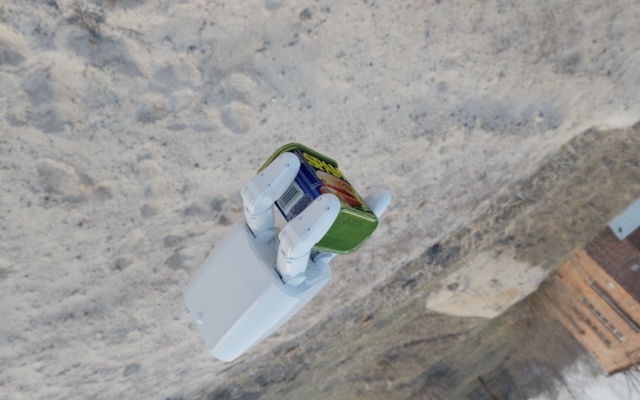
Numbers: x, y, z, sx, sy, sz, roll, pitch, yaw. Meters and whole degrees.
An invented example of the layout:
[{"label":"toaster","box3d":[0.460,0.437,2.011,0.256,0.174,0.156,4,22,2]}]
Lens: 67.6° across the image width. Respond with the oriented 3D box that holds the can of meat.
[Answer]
[{"label":"can of meat","box3d":[0.000,0.002,0.451,0.057,0.084,0.102,-46,-30,16]}]
